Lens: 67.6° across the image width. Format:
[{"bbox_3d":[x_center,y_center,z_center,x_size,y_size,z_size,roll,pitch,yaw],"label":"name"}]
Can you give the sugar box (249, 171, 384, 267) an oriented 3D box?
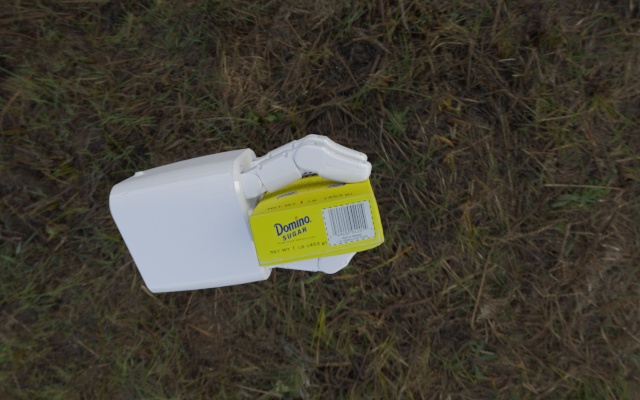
[{"bbox_3d":[0.000,0.001,0.420,0.093,0.048,0.176,-10,15,4],"label":"sugar box"}]
